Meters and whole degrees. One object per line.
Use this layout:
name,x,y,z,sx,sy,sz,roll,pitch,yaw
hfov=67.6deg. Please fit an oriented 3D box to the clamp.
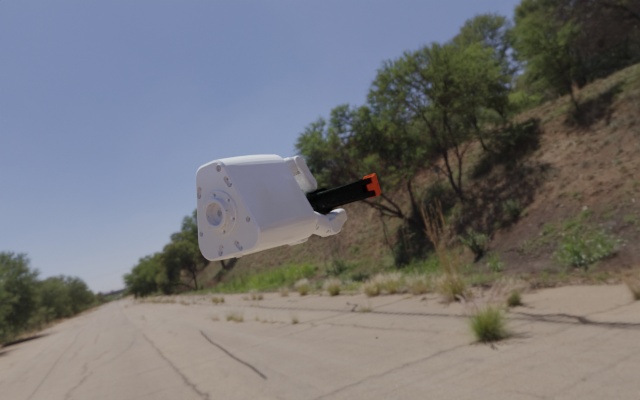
clamp,0.000,0.001,0.688,0.210,0.036,0.164,-18,0,32
